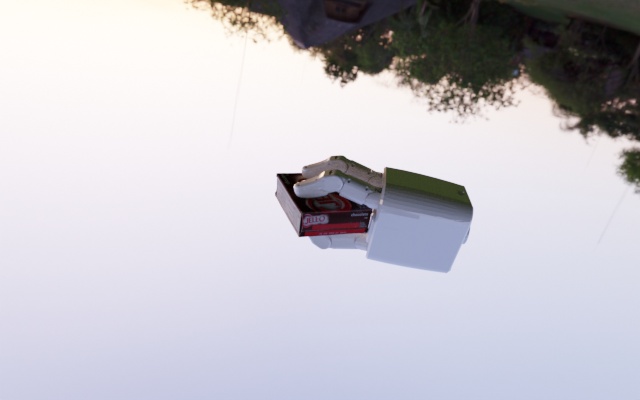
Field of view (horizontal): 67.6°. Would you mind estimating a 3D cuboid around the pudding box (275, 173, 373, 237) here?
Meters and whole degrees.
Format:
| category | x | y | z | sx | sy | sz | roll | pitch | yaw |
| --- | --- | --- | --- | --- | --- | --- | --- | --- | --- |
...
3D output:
| category | x | y | z | sx | sy | sz | roll | pitch | yaw |
| --- | --- | --- | --- | --- | --- | --- | --- | --- | --- |
| pudding box | 0.000 | 0.002 | 0.594 | 0.090 | 0.039 | 0.113 | -1 | 25 | -22 |
